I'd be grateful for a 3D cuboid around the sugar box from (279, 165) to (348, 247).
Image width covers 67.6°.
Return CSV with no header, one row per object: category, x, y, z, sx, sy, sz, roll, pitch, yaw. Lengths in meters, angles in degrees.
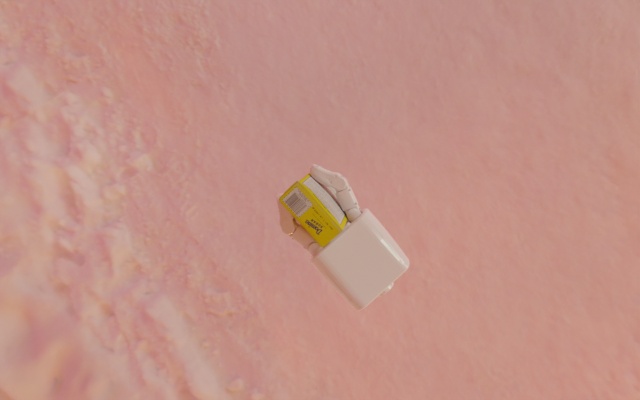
sugar box,0.000,0.003,0.729,0.048,0.093,0.176,-41,2,12
